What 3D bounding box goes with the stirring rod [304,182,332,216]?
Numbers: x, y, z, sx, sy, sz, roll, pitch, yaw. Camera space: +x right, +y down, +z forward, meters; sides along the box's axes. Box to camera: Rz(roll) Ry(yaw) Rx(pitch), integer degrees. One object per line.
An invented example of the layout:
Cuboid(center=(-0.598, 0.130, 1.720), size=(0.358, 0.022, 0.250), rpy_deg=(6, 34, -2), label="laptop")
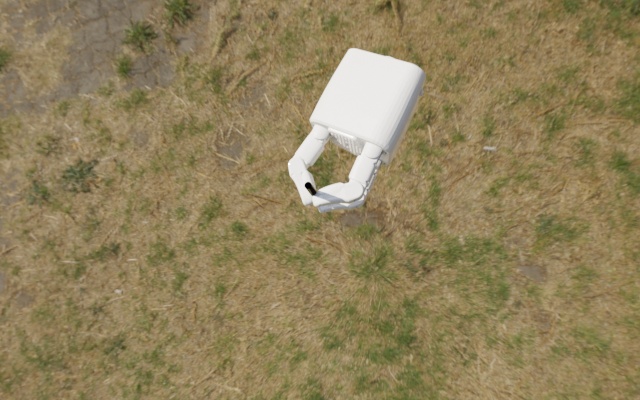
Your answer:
Cuboid(center=(0.000, 0.002, 0.623), size=(0.011, 0.011, 0.239), rpy_deg=(0, -9, 6), label="stirring rod")
